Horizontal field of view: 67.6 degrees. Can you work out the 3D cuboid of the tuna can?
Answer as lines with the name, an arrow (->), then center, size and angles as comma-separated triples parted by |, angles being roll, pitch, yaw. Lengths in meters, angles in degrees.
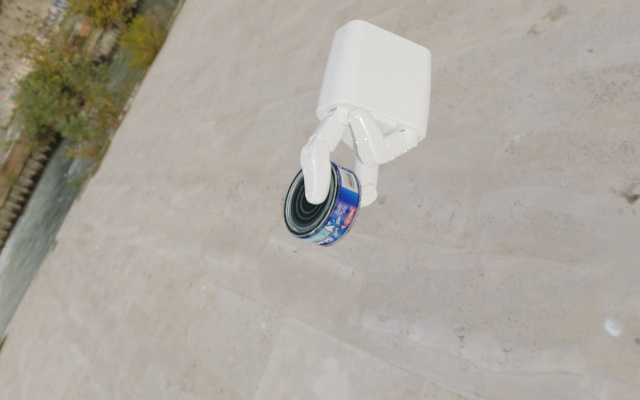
tuna can -> 0.000, 0.001, 0.487 | 0.034, 0.086, 0.086 | 22, -14, -36
